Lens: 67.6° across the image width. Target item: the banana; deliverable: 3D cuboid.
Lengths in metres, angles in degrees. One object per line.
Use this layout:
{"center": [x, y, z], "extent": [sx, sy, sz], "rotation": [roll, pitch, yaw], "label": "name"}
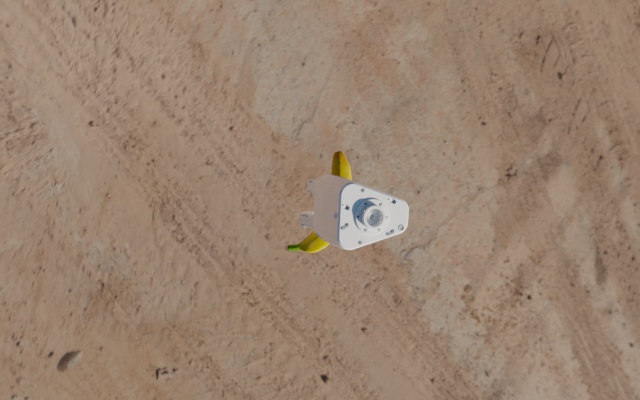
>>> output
{"center": [0.015, 0.014, 0.831], "extent": [0.069, 0.198, 0.037], "rotation": [27, 1, -9], "label": "banana"}
